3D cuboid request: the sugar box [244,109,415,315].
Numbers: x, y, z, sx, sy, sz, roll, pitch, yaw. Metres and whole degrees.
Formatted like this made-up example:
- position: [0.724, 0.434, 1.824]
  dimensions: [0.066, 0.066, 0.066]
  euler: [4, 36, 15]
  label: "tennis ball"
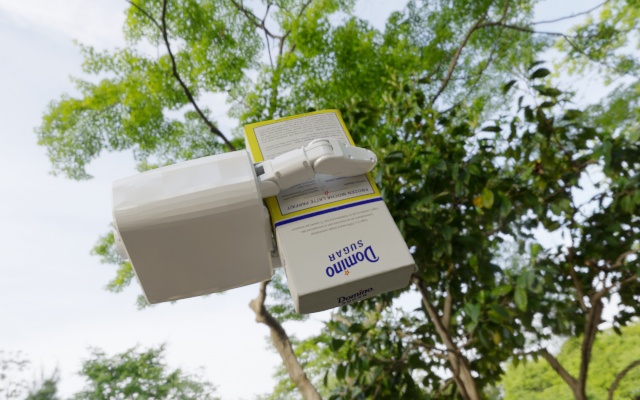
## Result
- position: [0.000, 0.002, 0.403]
  dimensions: [0.093, 0.176, 0.048]
  euler: [-13, -33, -11]
  label: "sugar box"
